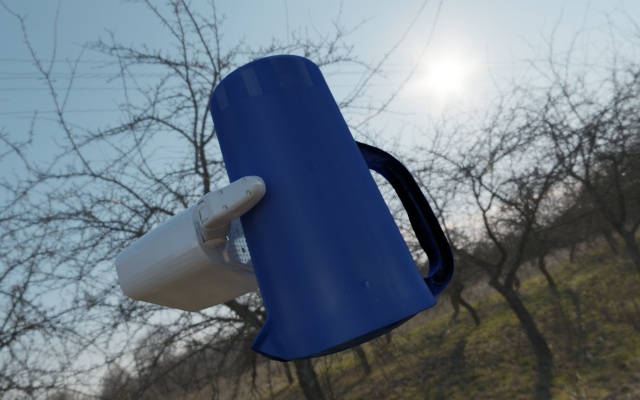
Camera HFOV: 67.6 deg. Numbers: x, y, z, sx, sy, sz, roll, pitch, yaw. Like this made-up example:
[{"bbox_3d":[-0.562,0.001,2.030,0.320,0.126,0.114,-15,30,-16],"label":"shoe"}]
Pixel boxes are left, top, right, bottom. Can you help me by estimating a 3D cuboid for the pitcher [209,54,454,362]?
[{"bbox_3d":[0.000,0.001,0.411,0.145,0.242,0.149,-28,-16,25],"label":"pitcher"}]
